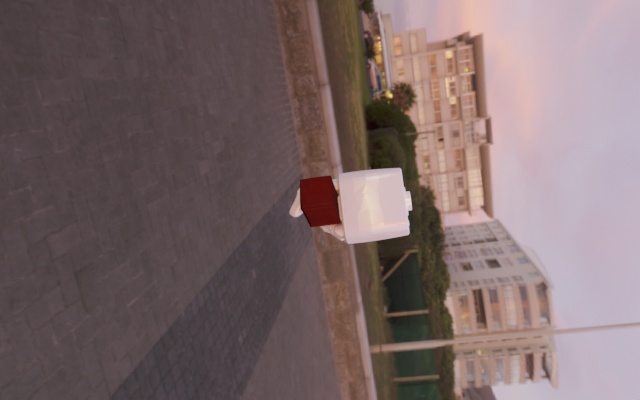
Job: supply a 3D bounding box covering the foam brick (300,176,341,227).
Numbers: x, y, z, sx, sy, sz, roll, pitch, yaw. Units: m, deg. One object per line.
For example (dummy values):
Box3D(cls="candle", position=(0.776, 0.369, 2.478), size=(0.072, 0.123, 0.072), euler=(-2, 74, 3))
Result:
Box3D(cls="foam brick", position=(0.000, 0.002, 0.759), size=(0.051, 0.053, 0.078), euler=(-7, -25, 8))
